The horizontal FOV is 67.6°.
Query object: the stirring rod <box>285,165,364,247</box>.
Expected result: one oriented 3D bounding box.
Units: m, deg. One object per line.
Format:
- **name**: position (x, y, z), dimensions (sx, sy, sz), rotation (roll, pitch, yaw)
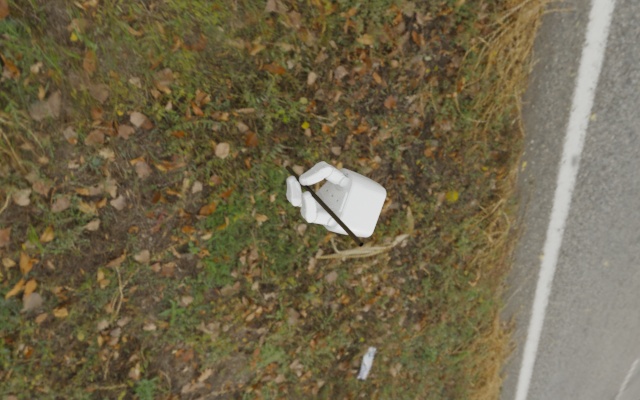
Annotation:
- **stirring rod**: position (0.000, 0.003, 0.795), dimensions (0.011, 0.011, 0.239), rotation (0, 32, -37)
